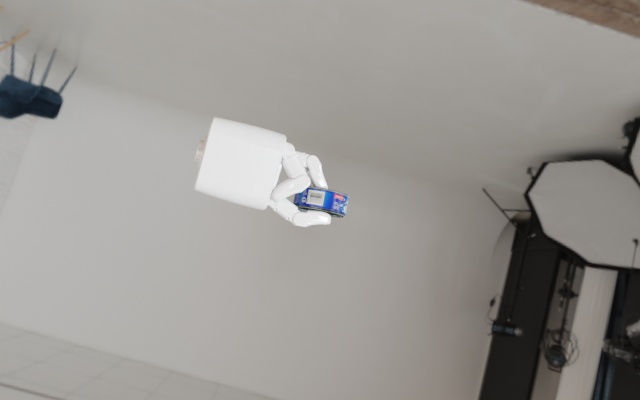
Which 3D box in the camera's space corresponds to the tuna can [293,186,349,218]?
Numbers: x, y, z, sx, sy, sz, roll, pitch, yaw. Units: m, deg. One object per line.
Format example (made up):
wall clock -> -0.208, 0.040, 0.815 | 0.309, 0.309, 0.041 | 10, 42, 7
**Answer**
tuna can -> 0.000, 0.003, 0.747 | 0.086, 0.033, 0.086 | 10, -7, 1
